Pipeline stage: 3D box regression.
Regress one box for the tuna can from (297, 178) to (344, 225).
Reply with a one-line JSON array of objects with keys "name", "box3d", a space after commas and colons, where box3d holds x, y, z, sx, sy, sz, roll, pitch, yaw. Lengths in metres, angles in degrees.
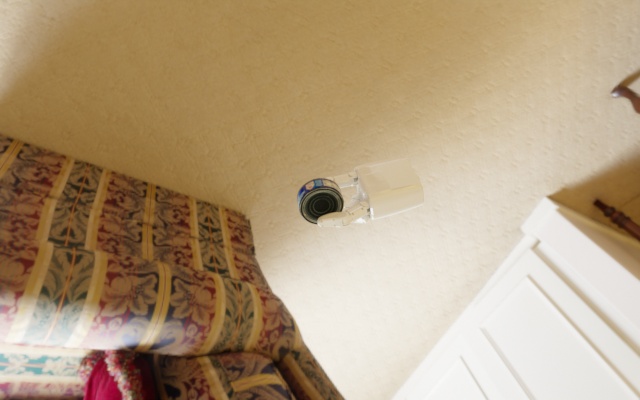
[{"name": "tuna can", "box3d": [0.000, 0.003, 0.890, 0.086, 0.086, 0.033, 0, 33, -11]}]
